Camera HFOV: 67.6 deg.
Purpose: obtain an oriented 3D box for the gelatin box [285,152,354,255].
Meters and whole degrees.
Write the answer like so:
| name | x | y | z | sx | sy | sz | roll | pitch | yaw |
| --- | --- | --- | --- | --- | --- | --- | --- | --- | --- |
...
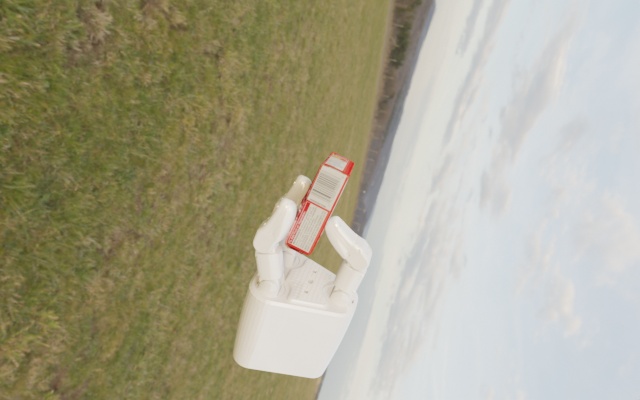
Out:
| name | x | y | z | sx | sy | sz | roll | pitch | yaw |
| --- | --- | --- | --- | --- | --- | --- | --- | --- | --- |
| gelatin box | 0.001 | 0.001 | 0.469 | 0.030 | 0.089 | 0.073 | 26 | 16 | 2 |
